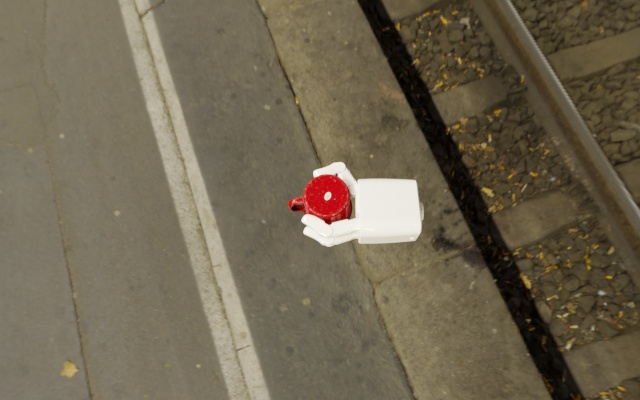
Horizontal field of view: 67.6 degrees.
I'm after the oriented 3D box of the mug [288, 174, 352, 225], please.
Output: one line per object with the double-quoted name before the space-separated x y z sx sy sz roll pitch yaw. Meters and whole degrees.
"mug" -0.001 0.003 0.865 0.117 0.093 0.081 -3 -18 2
